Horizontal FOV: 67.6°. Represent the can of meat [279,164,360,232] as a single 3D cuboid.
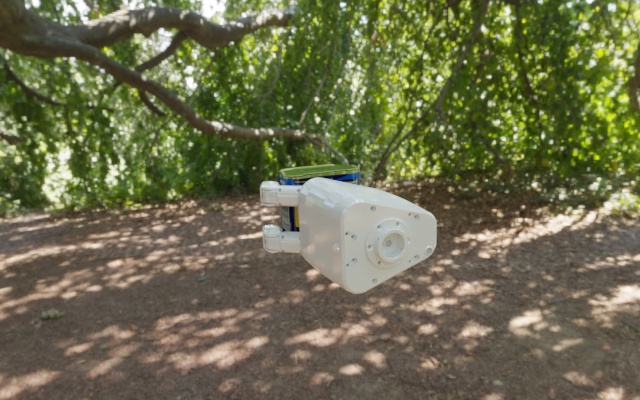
[{"bbox_3d":[0.000,0.002,0.585,0.102,0.084,0.057,-7,15,-18],"label":"can of meat"}]
